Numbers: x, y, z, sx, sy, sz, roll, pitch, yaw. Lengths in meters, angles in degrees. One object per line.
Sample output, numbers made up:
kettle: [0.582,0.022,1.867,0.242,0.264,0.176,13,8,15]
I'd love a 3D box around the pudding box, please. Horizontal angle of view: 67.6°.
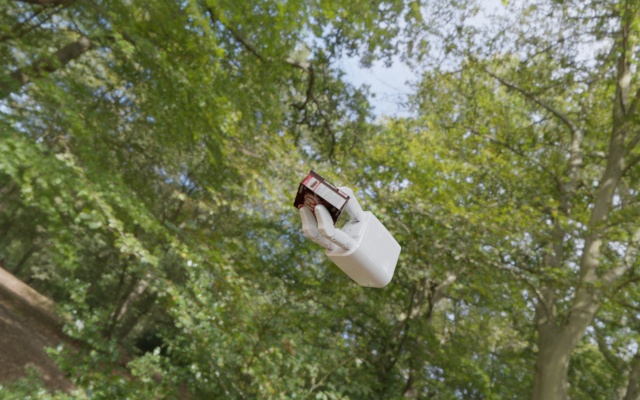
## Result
pudding box: [0.000,0.003,0.880,0.090,0.039,0.113,34,-26,5]
